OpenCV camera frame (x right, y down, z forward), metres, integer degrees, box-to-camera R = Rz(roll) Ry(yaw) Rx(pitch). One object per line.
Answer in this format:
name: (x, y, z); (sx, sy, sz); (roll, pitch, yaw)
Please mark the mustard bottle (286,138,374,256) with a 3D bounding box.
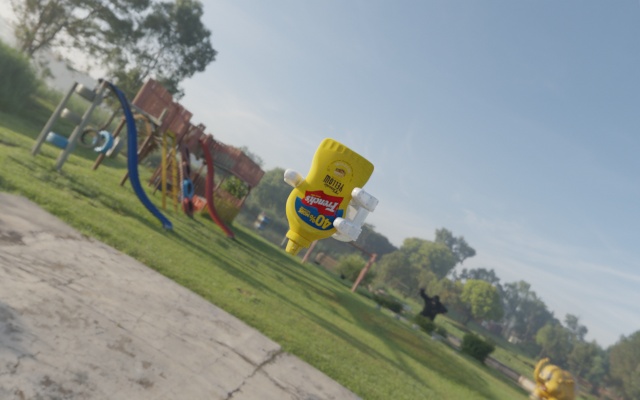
mustard bottle: (0.000, 0.002, 0.769); (0.096, 0.191, 0.058); (31, -4, -7)
